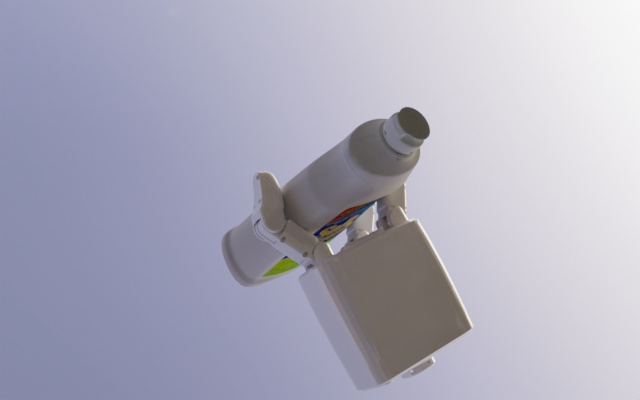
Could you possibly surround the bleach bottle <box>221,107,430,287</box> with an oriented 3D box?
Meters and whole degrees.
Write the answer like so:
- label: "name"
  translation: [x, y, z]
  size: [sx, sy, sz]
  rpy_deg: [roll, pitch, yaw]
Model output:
- label: "bleach bottle"
  translation: [0.000, 0.001, 0.428]
  size: [0.102, 0.068, 0.251]
  rpy_deg: [-16, -16, -37]
